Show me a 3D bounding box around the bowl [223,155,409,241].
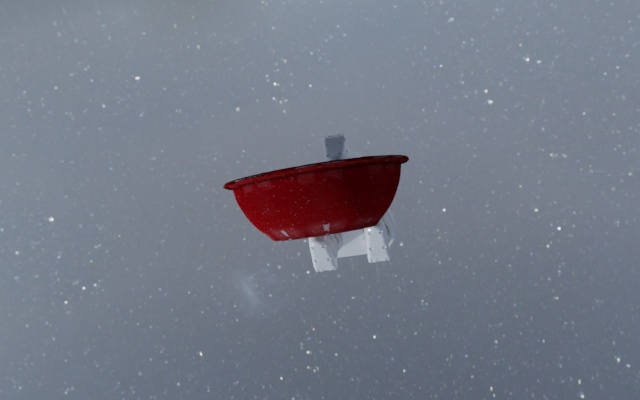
[{"bbox_3d":[0.000,0.002,0.415,0.162,0.055,0.162,-9,-2,0],"label":"bowl"}]
